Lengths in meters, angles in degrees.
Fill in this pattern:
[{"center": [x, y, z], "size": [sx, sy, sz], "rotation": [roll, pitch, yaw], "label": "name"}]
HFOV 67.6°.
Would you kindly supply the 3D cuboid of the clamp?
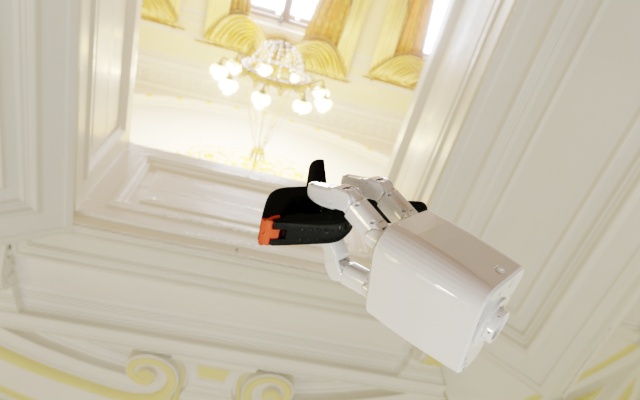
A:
[{"center": [0.000, 0.003, 0.525], "size": [0.164, 0.036, 0.210], "rotation": [28, 28, 34], "label": "clamp"}]
